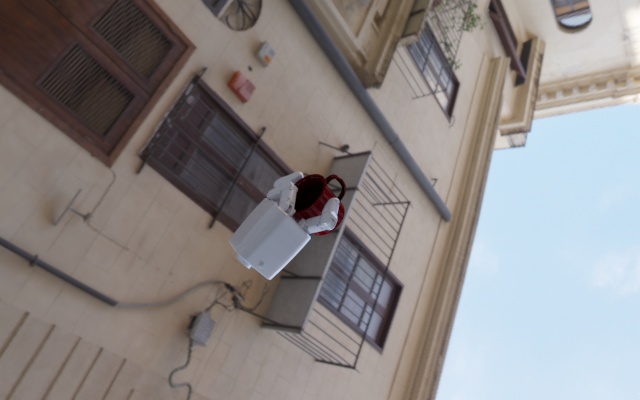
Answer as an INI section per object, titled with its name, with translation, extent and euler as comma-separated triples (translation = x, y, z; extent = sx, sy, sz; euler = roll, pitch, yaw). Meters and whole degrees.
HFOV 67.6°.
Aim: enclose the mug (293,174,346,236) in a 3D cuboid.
[mug]
translation = 0.001, 0.002, 0.890
extent = 0.081, 0.117, 0.093
euler = 48, -7, -36
